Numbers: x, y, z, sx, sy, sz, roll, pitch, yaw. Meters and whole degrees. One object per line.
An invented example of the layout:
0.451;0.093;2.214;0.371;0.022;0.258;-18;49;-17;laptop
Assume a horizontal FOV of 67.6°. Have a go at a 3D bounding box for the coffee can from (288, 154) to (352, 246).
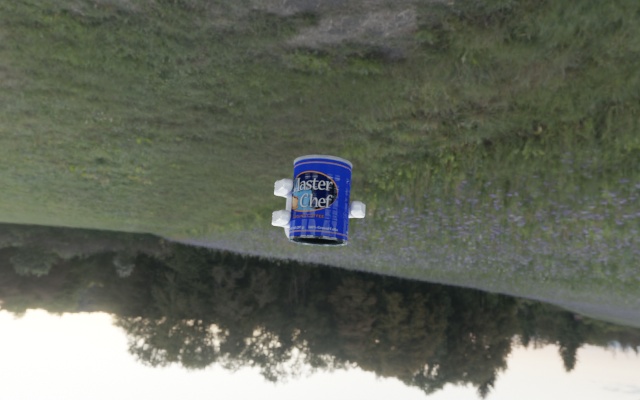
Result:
0.000;0.003;0.823;0.103;0.140;0.103;4;-12;1;coffee can
